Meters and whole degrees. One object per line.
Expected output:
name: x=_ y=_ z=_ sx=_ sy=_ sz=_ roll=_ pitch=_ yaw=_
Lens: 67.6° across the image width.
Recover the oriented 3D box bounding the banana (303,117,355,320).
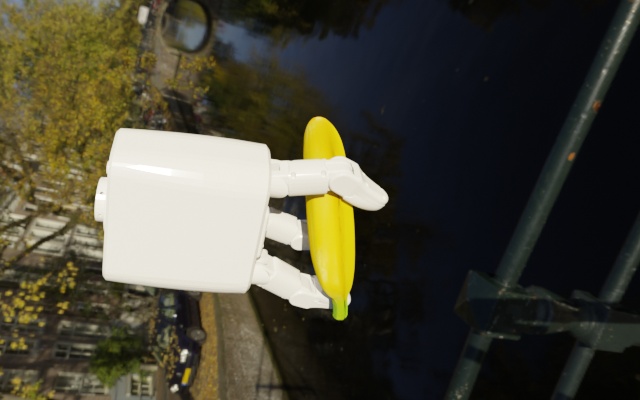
banana: x=0.004 y=-0.004 z=0.408 sx=0.037 sy=0.197 sz=0.070 roll=1 pitch=-26 yaw=-11
